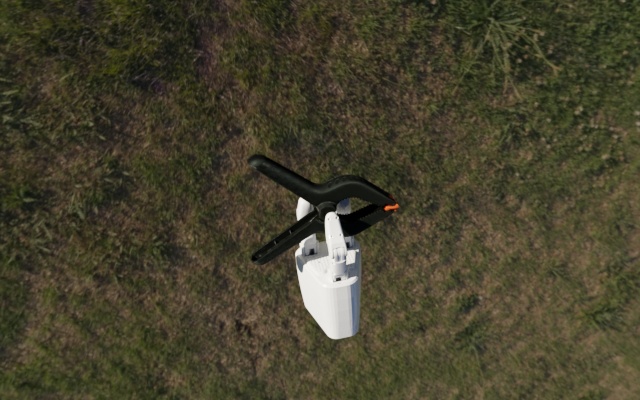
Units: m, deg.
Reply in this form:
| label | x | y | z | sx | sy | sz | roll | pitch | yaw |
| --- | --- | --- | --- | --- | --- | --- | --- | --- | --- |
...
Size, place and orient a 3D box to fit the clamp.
| label | x | y | z | sx | sy | sz | roll | pitch | yaw |
| --- | --- | --- | --- | --- | --- | --- | --- | --- | --- |
| clamp | 0.001 | 0.003 | 0.637 | 0.210 | 0.165 | 0.036 | -10 | 33 | -7 |
